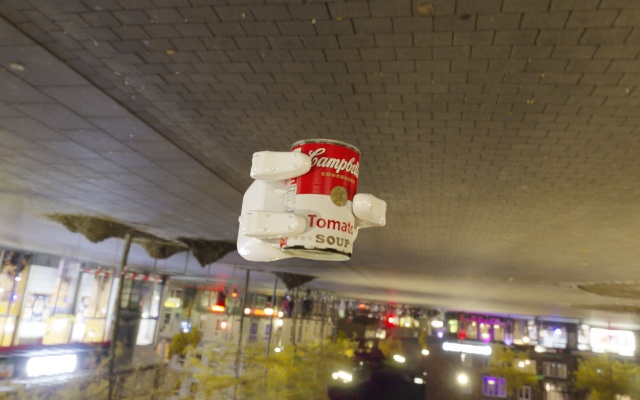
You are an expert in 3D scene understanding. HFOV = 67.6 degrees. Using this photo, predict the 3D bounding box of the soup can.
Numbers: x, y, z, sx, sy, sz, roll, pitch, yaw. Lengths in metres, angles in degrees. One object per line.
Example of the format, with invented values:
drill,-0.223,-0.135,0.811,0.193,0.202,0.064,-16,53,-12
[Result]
soup can,0.000,0.002,0.450,0.068,0.102,0.068,5,-13,1
